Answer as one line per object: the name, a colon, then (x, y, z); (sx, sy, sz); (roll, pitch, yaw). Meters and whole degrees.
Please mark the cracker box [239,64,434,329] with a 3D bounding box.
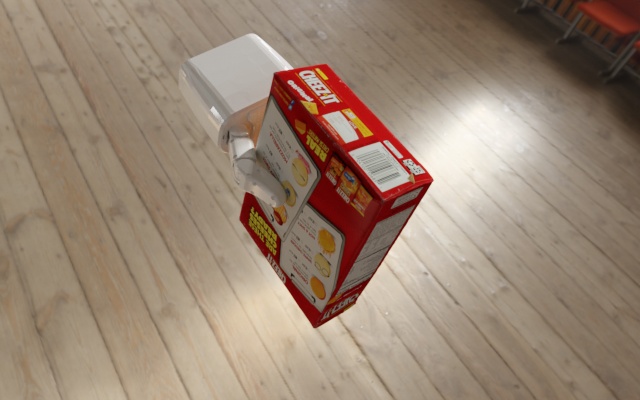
cracker box: (0.000, 0.002, 0.479); (0.072, 0.164, 0.214); (-21, -31, -33)
